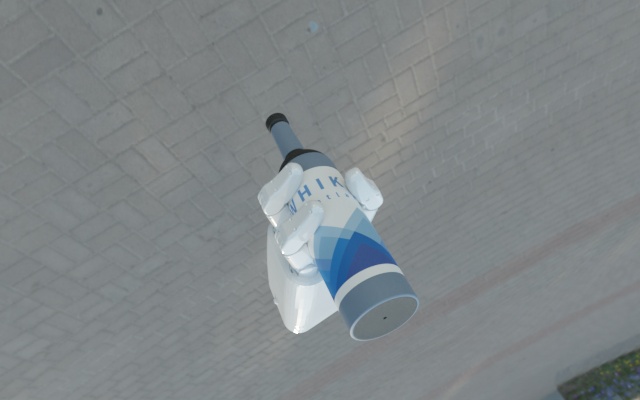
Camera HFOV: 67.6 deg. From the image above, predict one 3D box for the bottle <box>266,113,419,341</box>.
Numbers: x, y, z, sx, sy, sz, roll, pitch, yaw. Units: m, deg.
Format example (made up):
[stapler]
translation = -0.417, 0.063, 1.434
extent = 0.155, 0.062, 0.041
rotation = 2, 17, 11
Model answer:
[bottle]
translation = 0.000, 0.002, 0.501
extent = 0.069, 0.069, 0.295
rotation = 0, 43, -31
